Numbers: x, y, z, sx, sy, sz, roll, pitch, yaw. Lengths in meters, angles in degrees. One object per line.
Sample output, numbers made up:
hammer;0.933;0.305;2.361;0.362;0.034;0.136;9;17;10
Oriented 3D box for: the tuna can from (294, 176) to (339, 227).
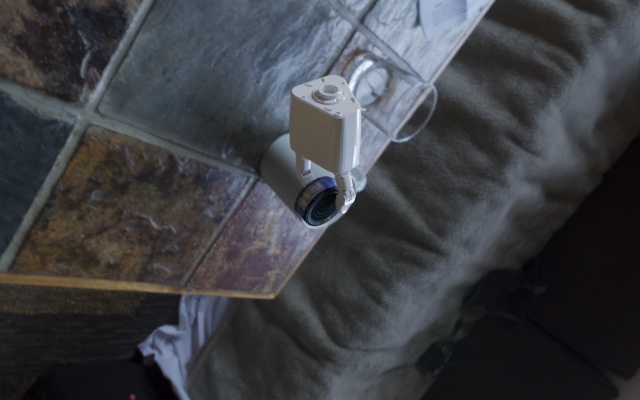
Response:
tuna can;0.000;0.003;0.808;0.086;0.086;0.033;0;39;-48
